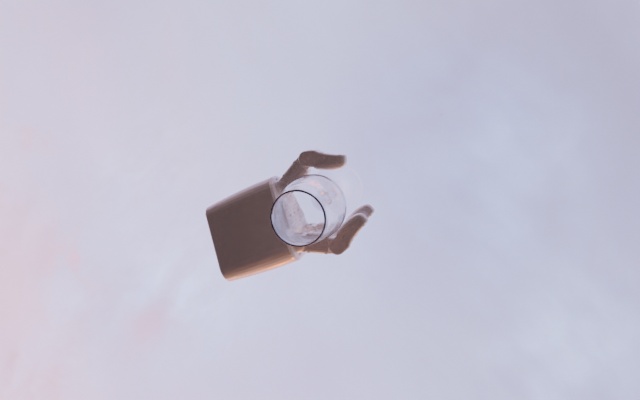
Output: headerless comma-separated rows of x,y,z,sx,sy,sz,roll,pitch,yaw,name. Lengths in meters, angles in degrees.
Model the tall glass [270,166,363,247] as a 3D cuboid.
0.000,0.002,0.593,0.079,0.079,0.201,0,10,14,tall glass
